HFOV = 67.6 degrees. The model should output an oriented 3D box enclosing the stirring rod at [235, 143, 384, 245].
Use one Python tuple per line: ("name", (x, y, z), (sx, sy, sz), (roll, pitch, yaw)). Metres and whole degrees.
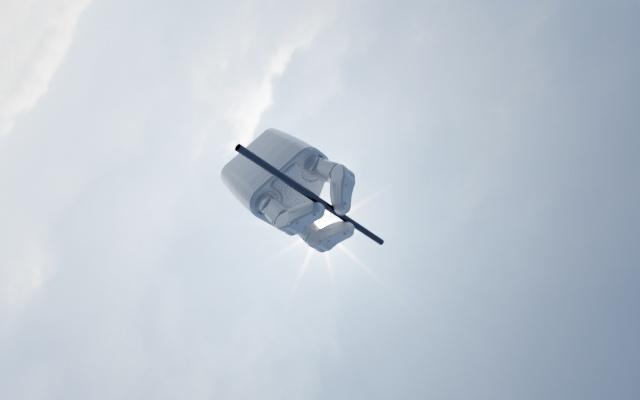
("stirring rod", (0.000, 0.002, 0.514), (0.011, 0.011, 0.240), (0, -25, 44))
